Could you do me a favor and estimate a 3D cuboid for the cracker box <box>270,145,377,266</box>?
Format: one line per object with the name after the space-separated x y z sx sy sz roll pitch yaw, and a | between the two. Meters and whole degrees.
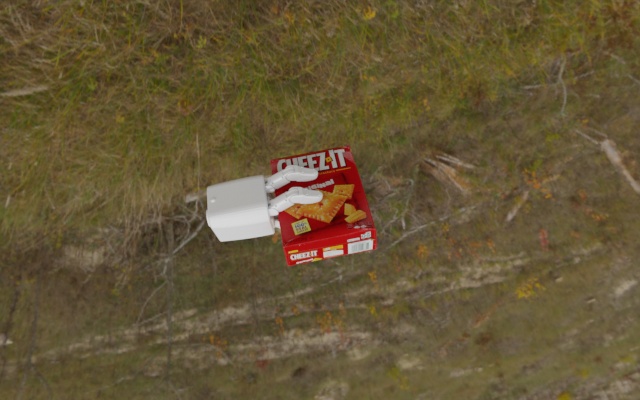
0.000 0.003 0.888 0.164 0.213 0.072 -10 -39 -3 | cracker box
